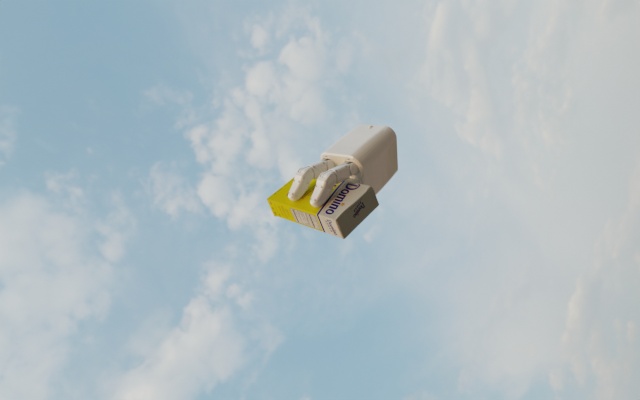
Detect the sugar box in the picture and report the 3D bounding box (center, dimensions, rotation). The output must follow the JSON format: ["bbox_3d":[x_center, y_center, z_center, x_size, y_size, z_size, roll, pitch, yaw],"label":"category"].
[{"bbox_3d":[0.000,0.002,0.796,0.176,0.048,0.093,12,45,47],"label":"sugar box"}]
